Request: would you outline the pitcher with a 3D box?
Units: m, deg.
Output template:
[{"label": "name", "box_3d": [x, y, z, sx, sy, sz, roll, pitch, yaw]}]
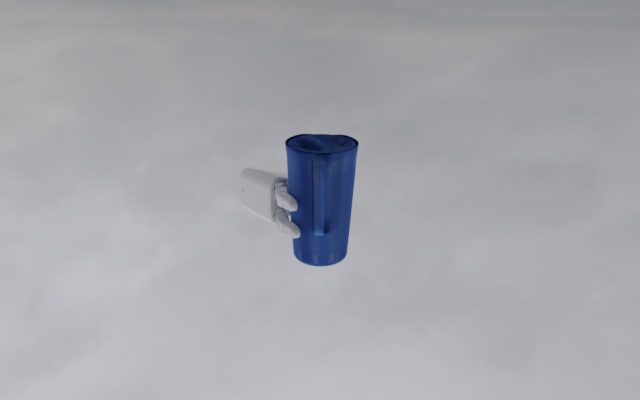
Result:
[{"label": "pitcher", "box_3d": [0.000, 0.003, 0.900, 0.149, 0.243, 0.145, -21, 31, -40]}]
